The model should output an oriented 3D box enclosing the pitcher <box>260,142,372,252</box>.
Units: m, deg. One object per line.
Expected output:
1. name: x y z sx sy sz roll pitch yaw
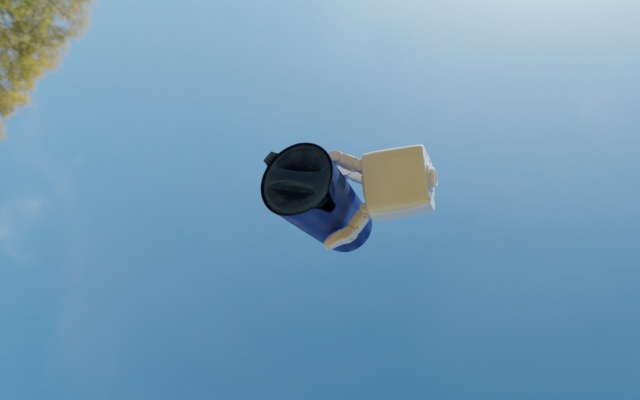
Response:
1. pitcher: 0.000 0.003 0.873 0.145 0.149 0.243 -12 -28 21
